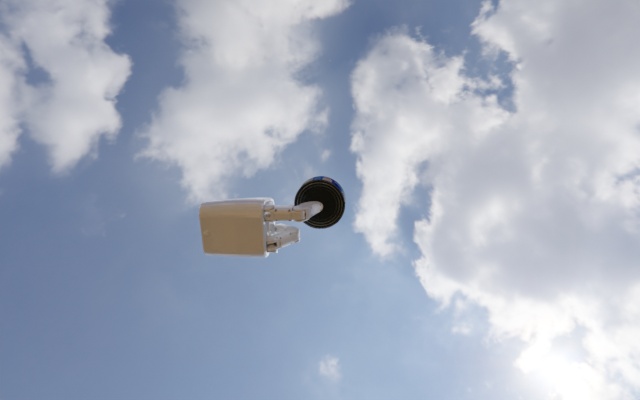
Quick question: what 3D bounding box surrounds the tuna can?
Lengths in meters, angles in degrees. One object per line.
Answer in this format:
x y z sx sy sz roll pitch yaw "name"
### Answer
0.000 0.002 0.811 0.086 0.086 0.033 0 17 7 "tuna can"
